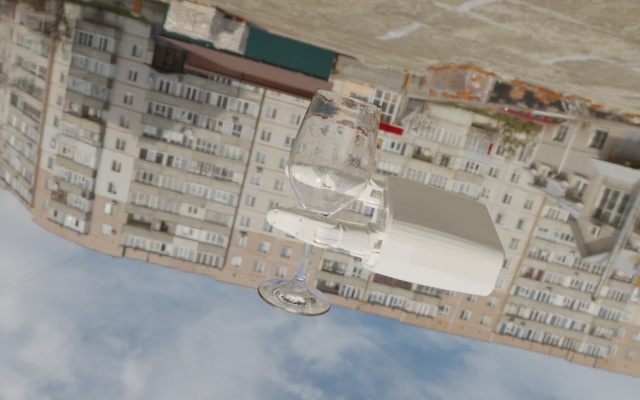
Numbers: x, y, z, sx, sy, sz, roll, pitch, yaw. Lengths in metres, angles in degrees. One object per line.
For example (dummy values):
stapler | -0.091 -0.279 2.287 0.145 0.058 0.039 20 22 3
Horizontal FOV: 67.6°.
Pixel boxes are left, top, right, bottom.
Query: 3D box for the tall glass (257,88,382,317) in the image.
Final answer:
tall glass | 0.000 0.002 0.448 0.079 0.201 0.079 14 12 -3
